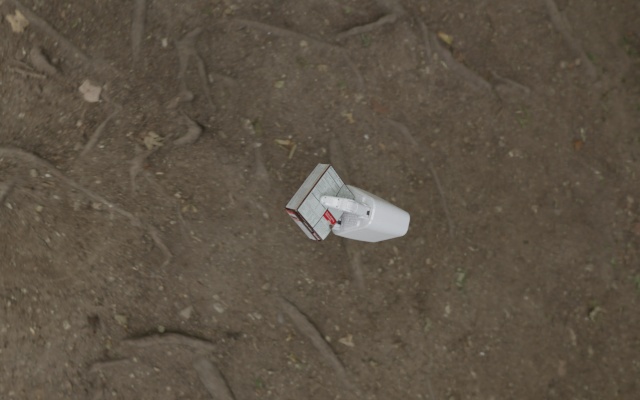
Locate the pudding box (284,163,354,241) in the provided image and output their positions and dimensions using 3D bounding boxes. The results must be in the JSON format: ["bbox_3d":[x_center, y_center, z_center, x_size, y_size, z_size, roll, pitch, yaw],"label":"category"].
[{"bbox_3d":[0.000,0.003,0.850,0.039,0.113,0.090,6,-37,49],"label":"pudding box"}]
